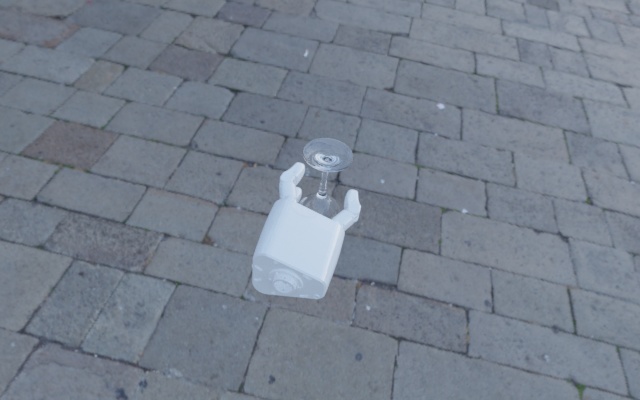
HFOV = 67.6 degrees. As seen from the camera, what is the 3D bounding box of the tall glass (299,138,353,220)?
[{"bbox_3d":[0.000,0.002,0.762,0.079,0.079,0.201,0,-44,-9],"label":"tall glass"}]
